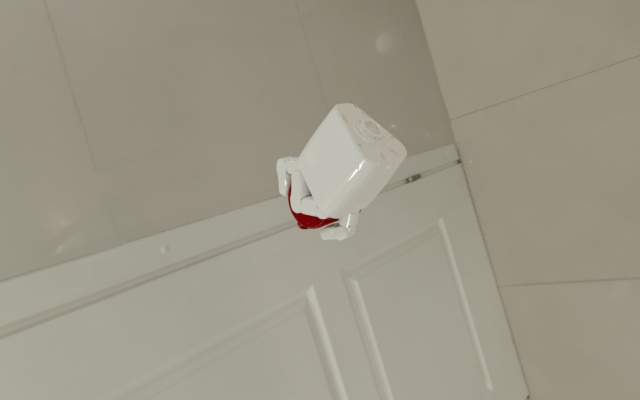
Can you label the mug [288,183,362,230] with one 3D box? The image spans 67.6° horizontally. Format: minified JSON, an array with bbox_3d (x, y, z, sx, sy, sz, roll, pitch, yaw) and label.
[{"bbox_3d":[-0.001,0.003,0.728,0.081,0.093,0.117,-19,-27,-46],"label":"mug"}]
